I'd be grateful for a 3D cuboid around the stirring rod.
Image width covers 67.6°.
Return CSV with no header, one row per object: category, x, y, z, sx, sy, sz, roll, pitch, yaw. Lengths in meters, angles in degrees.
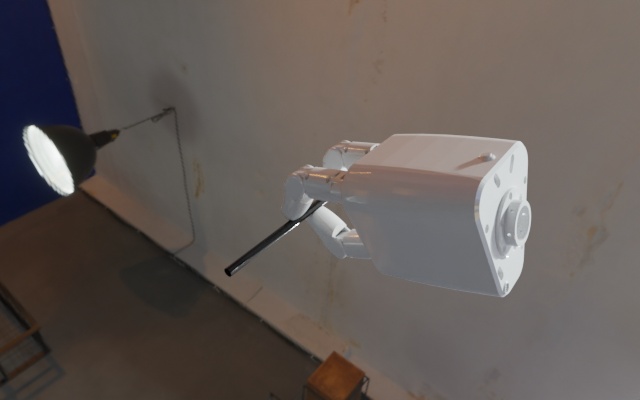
stirring rod,0.000,0.002,0.456,0.011,0.011,0.239,0,28,44
